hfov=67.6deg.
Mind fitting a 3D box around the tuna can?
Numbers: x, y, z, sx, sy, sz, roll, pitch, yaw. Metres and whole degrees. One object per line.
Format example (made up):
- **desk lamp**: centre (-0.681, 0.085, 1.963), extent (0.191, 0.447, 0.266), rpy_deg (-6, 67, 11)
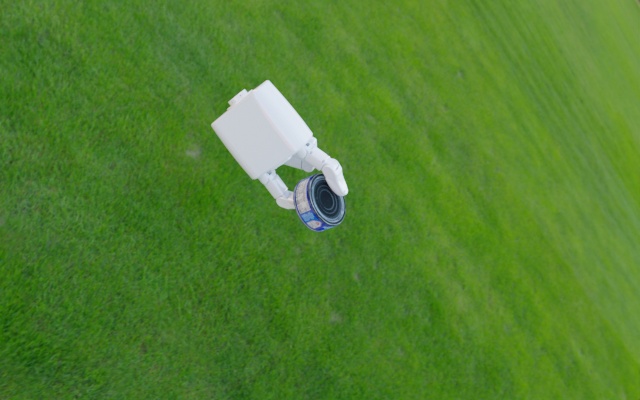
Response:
- **tuna can**: centre (0.001, 0.002, 0.729), extent (0.034, 0.086, 0.086), rpy_deg (-22, -14, 38)
